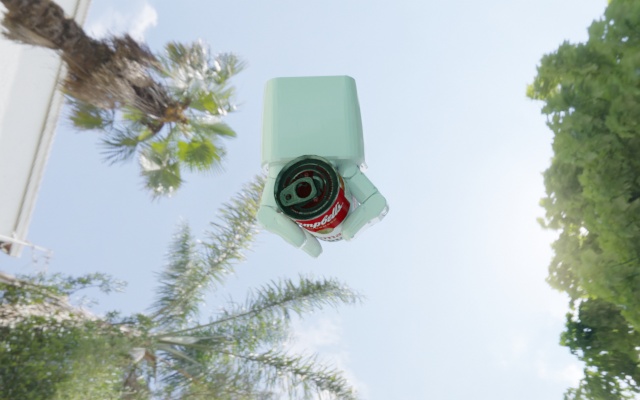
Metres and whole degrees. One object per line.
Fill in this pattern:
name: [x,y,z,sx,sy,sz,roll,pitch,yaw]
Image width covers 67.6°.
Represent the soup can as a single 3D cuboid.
soup can: [0.000,0.002,0.509,0.068,0.068,0.102,0,-17,18]
